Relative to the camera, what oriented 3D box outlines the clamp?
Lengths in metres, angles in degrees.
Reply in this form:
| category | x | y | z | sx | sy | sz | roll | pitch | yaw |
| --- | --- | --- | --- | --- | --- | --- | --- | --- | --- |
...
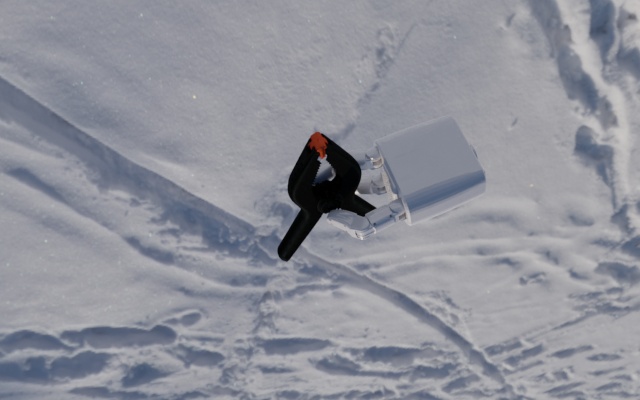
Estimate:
| category | x | y | z | sx | sy | sz | roll | pitch | yaw |
| --- | --- | --- | --- | --- | --- | --- | --- | --- | --- |
| clamp | 0.000 | 0.002 | 0.614 | 0.164 | 0.036 | 0.210 | -23 | -39 | -2 |
